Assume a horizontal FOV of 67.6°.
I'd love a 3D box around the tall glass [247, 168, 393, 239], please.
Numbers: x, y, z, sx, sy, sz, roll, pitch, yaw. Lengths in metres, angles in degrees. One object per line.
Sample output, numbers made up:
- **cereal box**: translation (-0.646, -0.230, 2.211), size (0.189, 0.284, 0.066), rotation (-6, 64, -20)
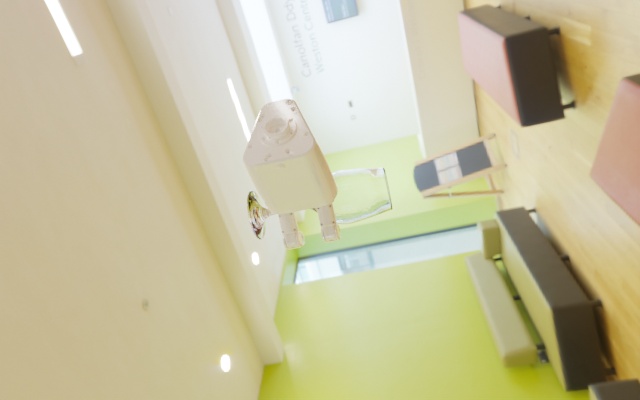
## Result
- **tall glass**: translation (-0.001, 0.002, 0.695), size (0.201, 0.079, 0.079), rotation (-11, -2, 9)
